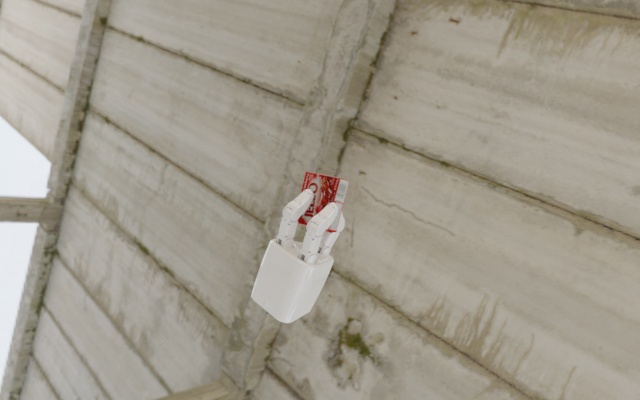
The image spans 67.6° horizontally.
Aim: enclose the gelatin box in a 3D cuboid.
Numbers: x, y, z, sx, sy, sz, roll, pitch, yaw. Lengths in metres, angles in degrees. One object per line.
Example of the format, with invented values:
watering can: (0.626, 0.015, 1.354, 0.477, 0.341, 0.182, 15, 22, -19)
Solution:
gelatin box: (0.000, 0.002, 0.786, 0.073, 0.089, 0.030, 13, -2, 38)
